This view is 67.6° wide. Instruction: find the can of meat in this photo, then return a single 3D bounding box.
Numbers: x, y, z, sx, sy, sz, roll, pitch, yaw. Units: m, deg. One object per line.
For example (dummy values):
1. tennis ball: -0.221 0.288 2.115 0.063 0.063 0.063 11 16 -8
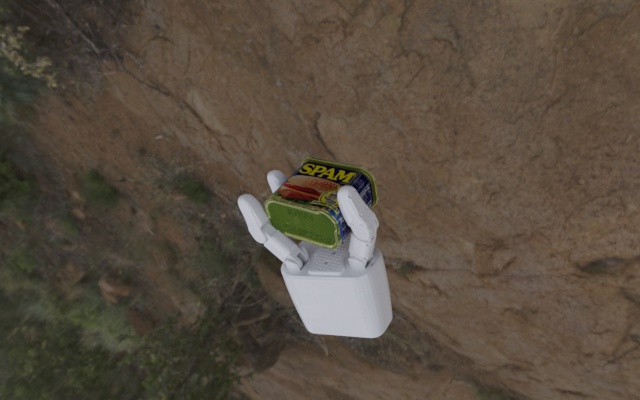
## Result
1. can of meat: 0.000 0.002 0.536 0.102 0.057 0.084 14 44 32
